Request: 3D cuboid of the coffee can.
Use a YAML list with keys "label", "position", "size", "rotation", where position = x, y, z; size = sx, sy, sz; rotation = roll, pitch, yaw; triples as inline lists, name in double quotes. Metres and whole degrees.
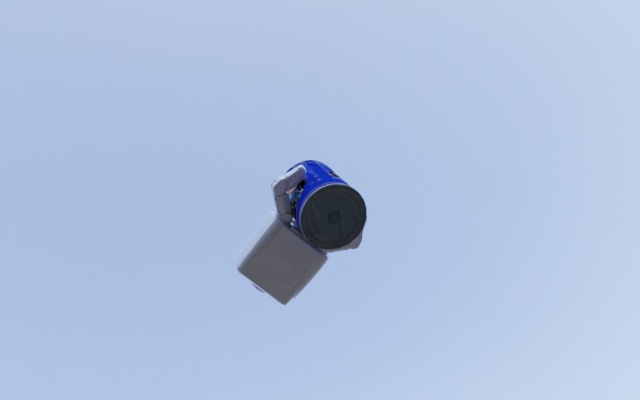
- label: "coffee can"
  position: [0.000, 0.002, 0.758]
  size: [0.103, 0.103, 0.140]
  rotation: [0, 19, -18]
